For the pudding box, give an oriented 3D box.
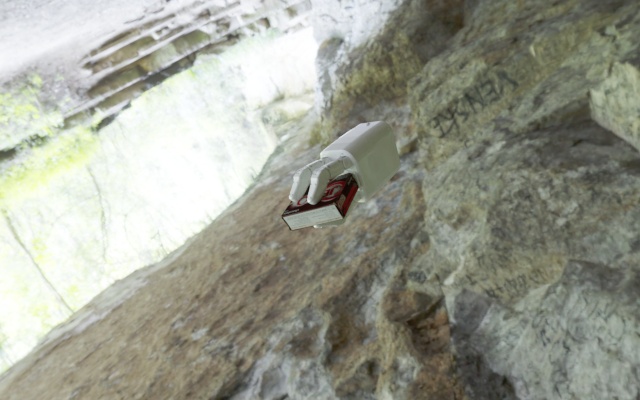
[{"bbox_3d":[0.000,0.003,0.809,0.113,0.039,0.090,-17,26,33],"label":"pudding box"}]
